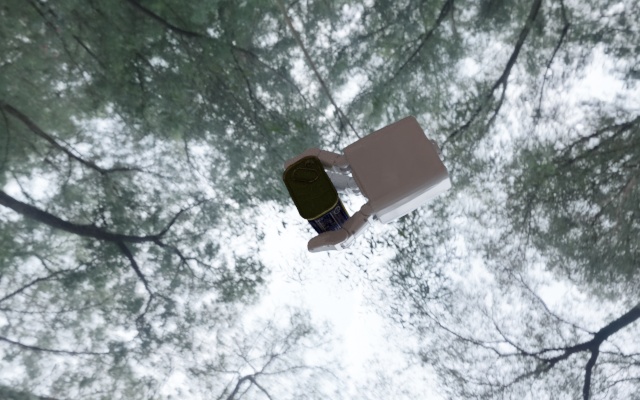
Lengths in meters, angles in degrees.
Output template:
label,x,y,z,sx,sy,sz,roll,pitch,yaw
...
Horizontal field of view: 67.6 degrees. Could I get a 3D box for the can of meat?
label,x,y,z,sx,sy,sz,roll,pitch,yaw
can of meat,0.000,0.002,0.658,0.057,0.102,0.084,-31,-39,4
